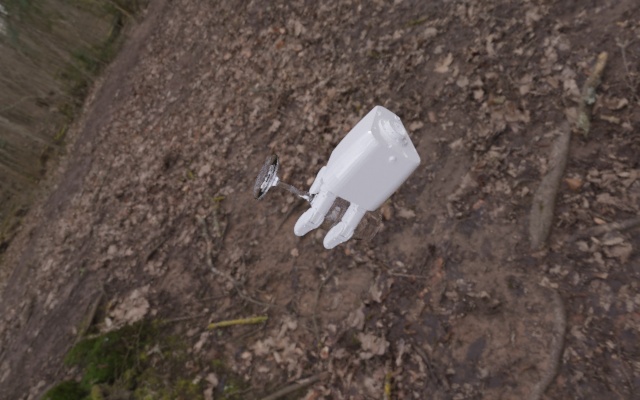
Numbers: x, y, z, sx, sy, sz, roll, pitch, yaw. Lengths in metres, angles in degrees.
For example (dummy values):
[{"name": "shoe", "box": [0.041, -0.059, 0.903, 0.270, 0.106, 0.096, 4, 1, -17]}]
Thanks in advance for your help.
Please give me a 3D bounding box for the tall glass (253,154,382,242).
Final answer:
[{"name": "tall glass", "box": [-0.001, 0.002, 0.755, 0.201, 0.079, 0.079, 25, -11, -24]}]
